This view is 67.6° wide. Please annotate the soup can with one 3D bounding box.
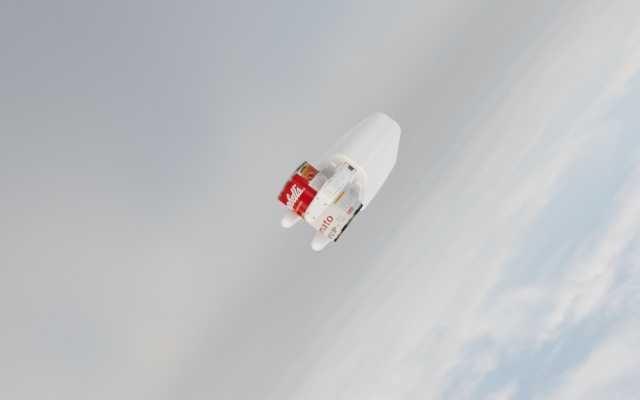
[{"bbox_3d":[0.000,0.003,0.665,0.102,0.068,0.068,37,3,5],"label":"soup can"}]
